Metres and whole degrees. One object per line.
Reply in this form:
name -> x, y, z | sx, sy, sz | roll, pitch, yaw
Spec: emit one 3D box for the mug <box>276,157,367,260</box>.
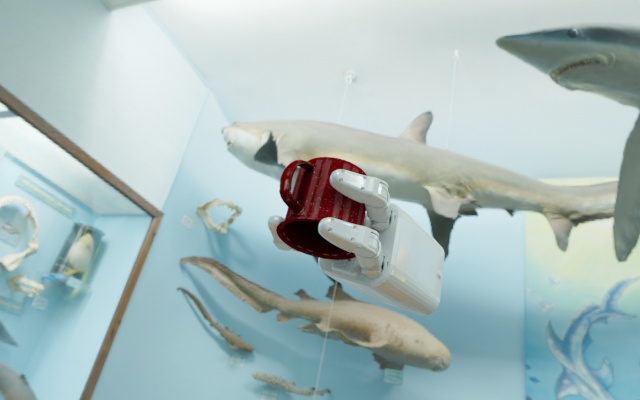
mug -> -0.001, 0.001, 0.504 | 0.093, 0.081, 0.117 | -13, -38, 40
